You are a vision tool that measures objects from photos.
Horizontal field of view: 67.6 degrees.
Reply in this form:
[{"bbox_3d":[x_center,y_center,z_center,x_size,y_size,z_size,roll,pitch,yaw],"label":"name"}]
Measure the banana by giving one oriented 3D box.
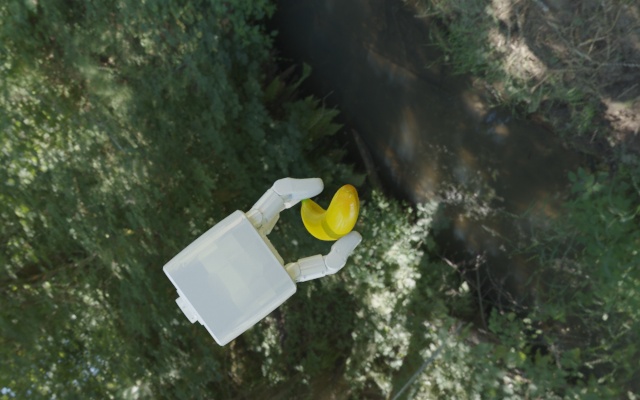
[{"bbox_3d":[0.008,0.018,0.595,0.037,0.069,0.198,-31,10,-17],"label":"banana"}]
